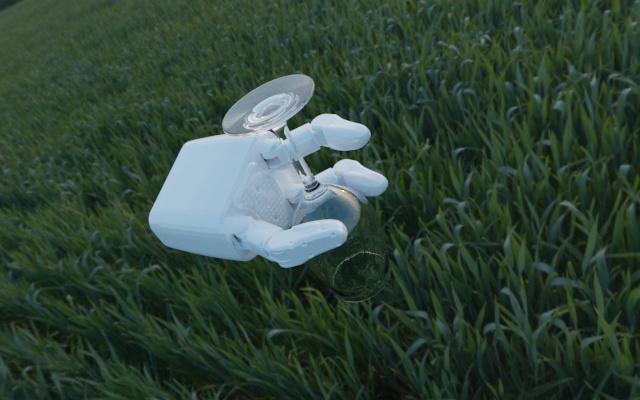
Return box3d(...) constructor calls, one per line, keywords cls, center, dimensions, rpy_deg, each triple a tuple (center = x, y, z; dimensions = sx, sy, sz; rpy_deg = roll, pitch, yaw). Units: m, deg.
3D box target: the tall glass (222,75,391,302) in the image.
box3d(cls="tall glass", center=(0.000, 0.001, 0.401), dimensions=(0.079, 0.201, 0.079), rpy_deg=(-18, 37, 14))
